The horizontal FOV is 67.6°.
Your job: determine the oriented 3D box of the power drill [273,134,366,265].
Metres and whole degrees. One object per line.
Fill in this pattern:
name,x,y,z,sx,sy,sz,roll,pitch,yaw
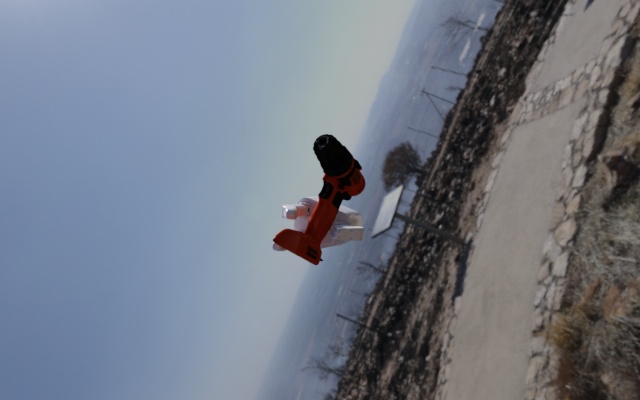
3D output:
power drill,0.000,0.003,0.767,0.057,0.187,0.184,27,-8,28
